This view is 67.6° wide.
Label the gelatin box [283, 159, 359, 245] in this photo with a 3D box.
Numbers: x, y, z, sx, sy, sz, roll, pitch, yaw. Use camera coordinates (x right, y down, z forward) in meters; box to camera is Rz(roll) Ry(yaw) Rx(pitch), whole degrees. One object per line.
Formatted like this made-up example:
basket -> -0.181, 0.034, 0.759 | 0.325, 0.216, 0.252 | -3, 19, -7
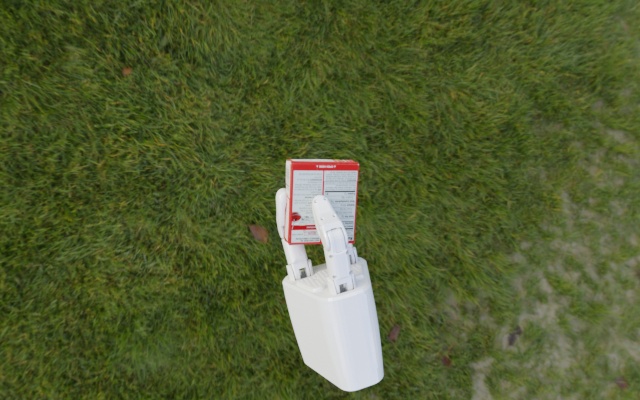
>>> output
gelatin box -> 0.000, 0.001, 0.504 | 0.073, 0.089, 0.030 | -1, 13, -15
